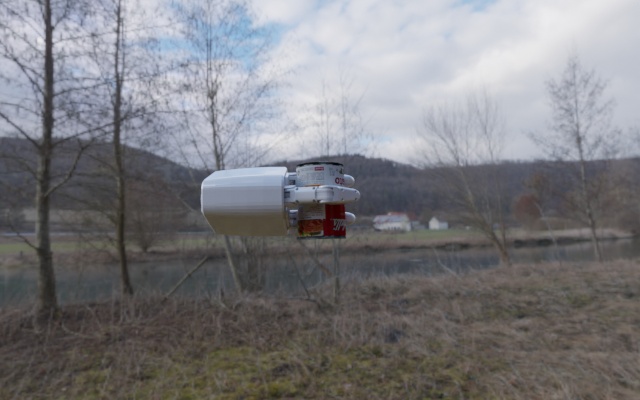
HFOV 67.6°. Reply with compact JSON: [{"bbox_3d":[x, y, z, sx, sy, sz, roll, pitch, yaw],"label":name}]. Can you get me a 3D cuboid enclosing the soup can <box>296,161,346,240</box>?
[{"bbox_3d":[0.001,0.002,0.655,0.068,0.102,0.068,-1,-5,0],"label":"soup can"}]
